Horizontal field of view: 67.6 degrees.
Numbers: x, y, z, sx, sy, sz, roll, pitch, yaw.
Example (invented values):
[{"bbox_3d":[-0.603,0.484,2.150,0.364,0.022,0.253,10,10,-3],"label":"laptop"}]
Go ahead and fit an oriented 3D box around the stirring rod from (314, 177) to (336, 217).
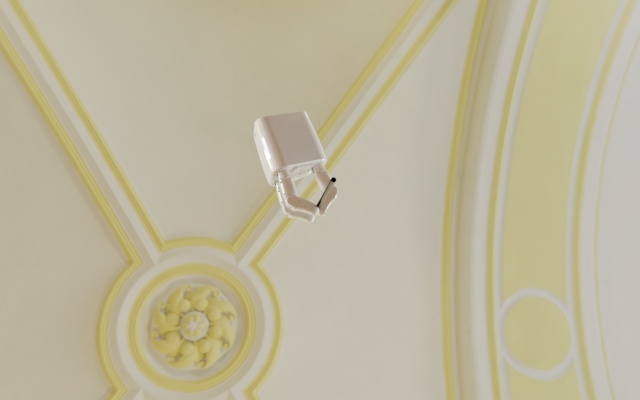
[{"bbox_3d":[0.000,0.003,0.805,0.011,0.011,0.239,0,-16,-9],"label":"stirring rod"}]
